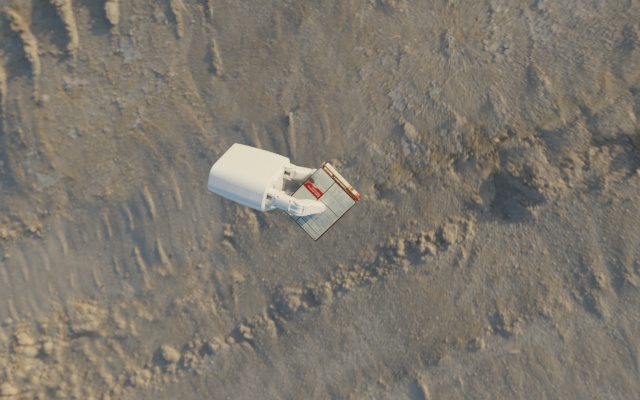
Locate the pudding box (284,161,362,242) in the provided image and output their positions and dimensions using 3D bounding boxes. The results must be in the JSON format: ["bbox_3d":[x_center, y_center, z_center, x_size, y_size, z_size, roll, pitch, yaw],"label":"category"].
[{"bbox_3d":[0.000,0.003,0.829,0.113,0.090,0.039,-44,2,24],"label":"pudding box"}]
